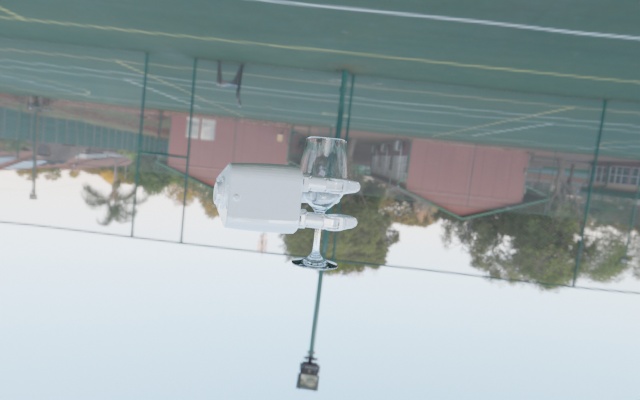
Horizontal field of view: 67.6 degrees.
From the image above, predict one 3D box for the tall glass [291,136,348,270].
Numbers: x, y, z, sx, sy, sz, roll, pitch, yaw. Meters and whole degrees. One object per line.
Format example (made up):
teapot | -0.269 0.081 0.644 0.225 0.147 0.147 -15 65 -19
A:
tall glass | 0.000 0.003 0.748 0.079 0.201 0.079 6 5 -1
